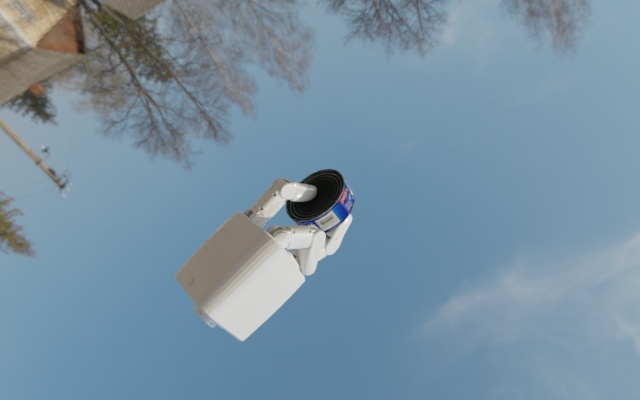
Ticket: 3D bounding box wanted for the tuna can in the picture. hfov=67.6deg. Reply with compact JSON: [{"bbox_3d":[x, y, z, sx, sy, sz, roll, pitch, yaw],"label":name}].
[{"bbox_3d":[0.000,0.002,0.617,0.086,0.086,0.034,0,-39,40],"label":"tuna can"}]
